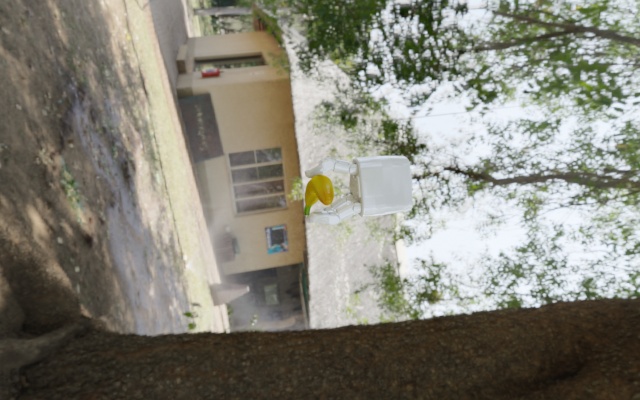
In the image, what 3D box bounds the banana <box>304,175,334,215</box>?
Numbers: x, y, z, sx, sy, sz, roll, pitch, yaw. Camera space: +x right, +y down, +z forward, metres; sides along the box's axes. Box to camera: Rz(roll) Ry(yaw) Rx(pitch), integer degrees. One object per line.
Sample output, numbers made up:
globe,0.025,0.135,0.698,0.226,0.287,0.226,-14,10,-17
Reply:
banana,-0.002,-0.015,0.891,0.037,0.069,0.198,-2,-7,-11
